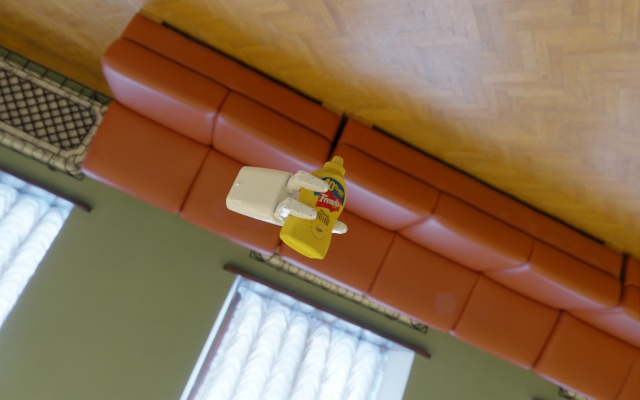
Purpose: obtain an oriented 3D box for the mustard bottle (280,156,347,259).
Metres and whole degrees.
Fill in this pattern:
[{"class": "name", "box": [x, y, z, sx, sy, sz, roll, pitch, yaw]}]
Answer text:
[{"class": "mustard bottle", "box": [0.000, 0.003, 0.872, 0.058, 0.191, 0.096, -2, -31, 48]}]
